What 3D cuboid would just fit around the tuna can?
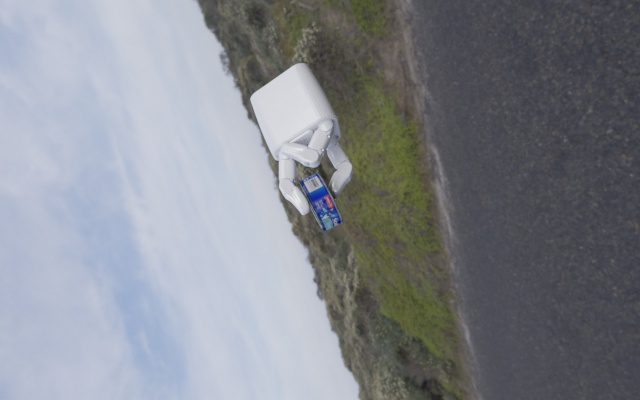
[{"bbox_3d":[0.000,0.003,0.718,0.034,0.086,0.086,-27,2,-4],"label":"tuna can"}]
